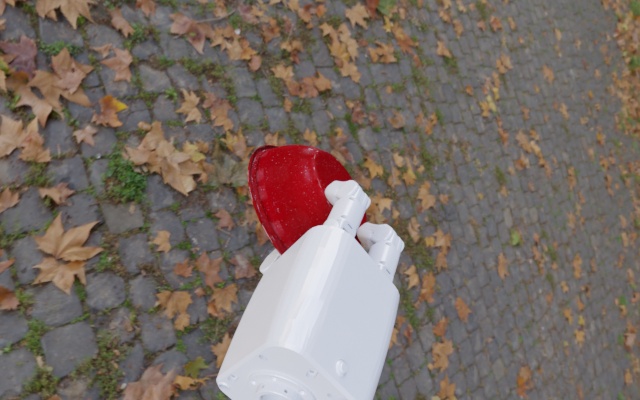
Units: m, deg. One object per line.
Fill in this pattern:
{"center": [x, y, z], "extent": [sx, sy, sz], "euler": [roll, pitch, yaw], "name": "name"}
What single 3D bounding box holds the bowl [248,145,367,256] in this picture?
{"center": [0.000, 0.000, 0.491], "extent": [0.055, 0.162, 0.162], "euler": [-30, -13, 24], "name": "bowl"}
